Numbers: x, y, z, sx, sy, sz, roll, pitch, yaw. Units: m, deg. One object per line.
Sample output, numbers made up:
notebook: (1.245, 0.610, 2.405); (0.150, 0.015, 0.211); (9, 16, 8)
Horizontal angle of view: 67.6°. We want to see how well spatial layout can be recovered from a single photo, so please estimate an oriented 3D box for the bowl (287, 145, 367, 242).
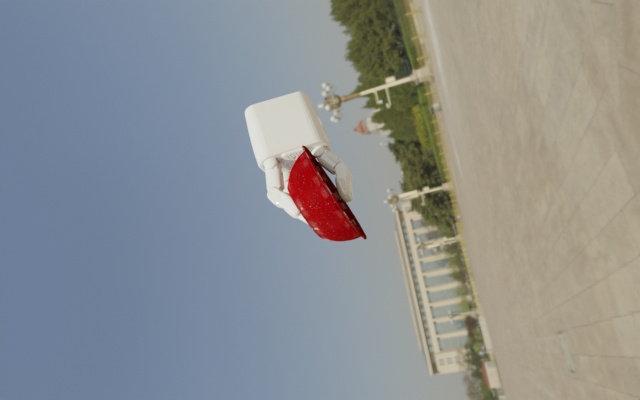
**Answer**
bowl: (0.000, 0.003, 0.684); (0.055, 0.162, 0.162); (-34, -4, 5)
